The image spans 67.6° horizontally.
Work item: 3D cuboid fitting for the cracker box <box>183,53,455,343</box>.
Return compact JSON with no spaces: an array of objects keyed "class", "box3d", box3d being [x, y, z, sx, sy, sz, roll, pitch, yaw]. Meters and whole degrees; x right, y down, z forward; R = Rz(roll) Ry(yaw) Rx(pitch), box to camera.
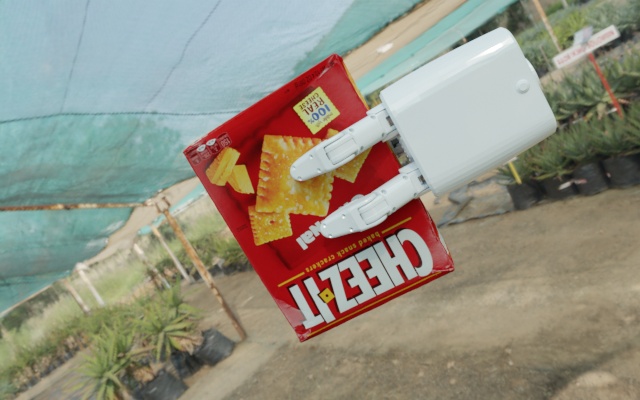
[{"class":"cracker box","box3d":[0.000,0.001,0.444,0.164,0.214,0.072,-29,7,13]}]
